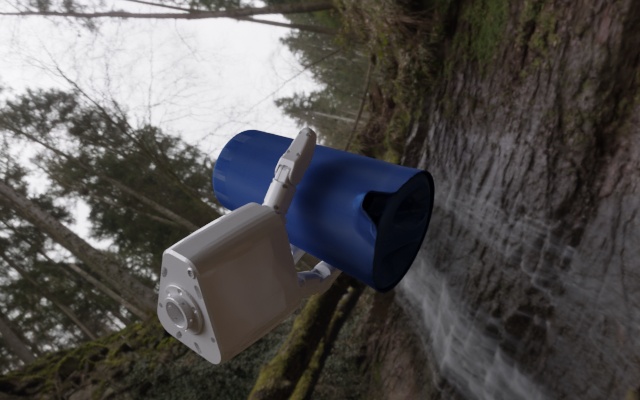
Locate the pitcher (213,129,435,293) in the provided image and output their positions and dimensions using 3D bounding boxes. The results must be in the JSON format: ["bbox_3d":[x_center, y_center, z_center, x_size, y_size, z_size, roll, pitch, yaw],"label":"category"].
[{"bbox_3d":[0.000,0.002,0.555,0.243,0.149,0.145,22,36,30],"label":"pitcher"}]
